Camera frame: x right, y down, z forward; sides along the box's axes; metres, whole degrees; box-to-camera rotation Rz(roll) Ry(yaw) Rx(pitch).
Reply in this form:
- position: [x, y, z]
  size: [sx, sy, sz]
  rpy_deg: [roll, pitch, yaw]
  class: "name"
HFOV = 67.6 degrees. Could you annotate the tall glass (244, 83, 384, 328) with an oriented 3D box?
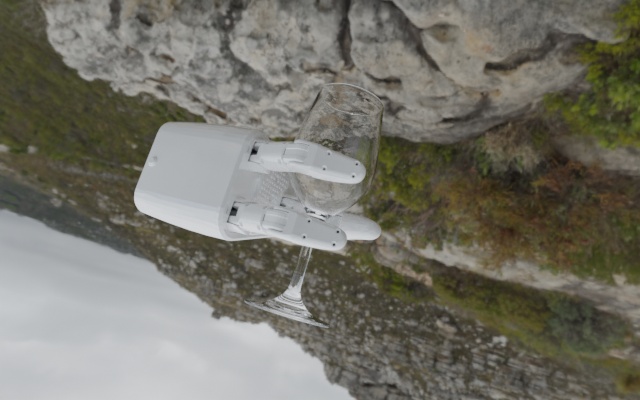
- position: [0.000, 0.002, 0.417]
  size: [0.079, 0.201, 0.079]
  rpy_deg: [17, -11, 3]
  class: "tall glass"
